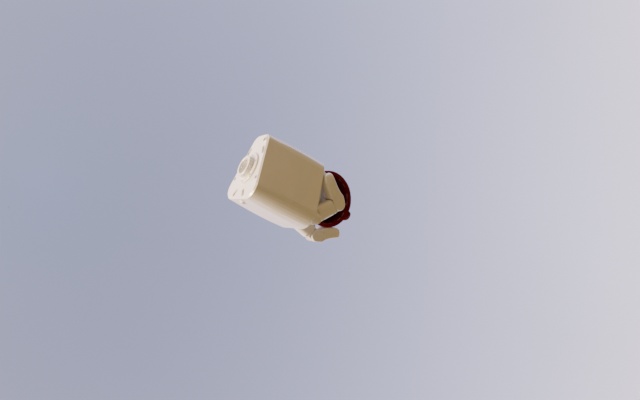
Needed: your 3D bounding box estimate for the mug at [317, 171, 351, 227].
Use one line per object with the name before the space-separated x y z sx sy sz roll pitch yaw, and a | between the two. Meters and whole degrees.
mug | 0.001 0.003 0.819 0.117 0.093 0.081 29 -16 -31
